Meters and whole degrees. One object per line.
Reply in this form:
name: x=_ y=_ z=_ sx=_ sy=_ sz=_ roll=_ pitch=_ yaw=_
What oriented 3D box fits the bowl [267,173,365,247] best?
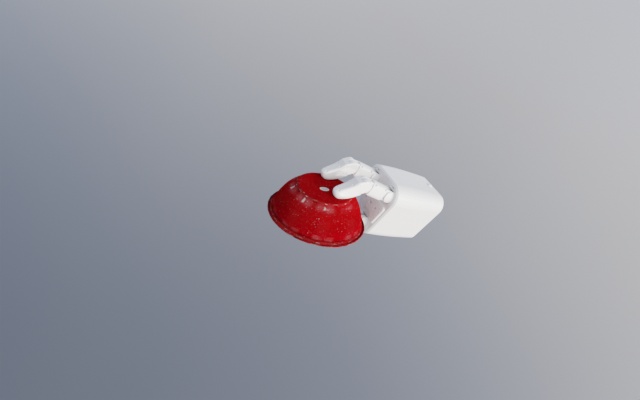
bowl: x=-0.001 y=0.002 z=0.754 sx=0.162 sy=0.055 sz=0.162 roll=13 pitch=31 yaw=-8
